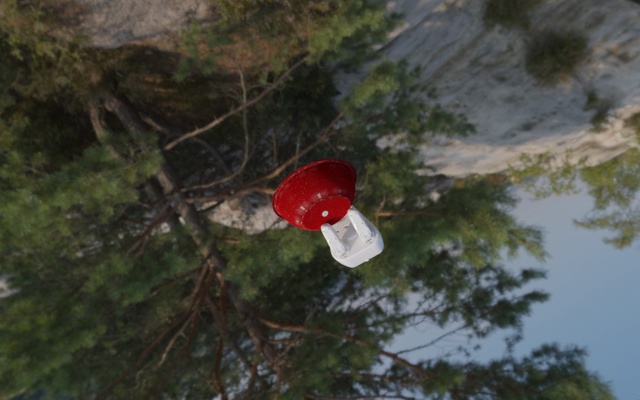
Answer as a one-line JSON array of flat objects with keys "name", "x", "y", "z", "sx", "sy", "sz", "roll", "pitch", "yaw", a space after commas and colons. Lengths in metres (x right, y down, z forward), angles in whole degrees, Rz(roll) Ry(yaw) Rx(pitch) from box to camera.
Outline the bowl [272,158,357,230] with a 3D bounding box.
[{"name": "bowl", "x": 0.000, "y": 0.003, "z": 0.827, "sx": 0.162, "sy": 0.055, "sz": 0.162, "roll": -18, "pitch": -34, "yaw": -13}]
